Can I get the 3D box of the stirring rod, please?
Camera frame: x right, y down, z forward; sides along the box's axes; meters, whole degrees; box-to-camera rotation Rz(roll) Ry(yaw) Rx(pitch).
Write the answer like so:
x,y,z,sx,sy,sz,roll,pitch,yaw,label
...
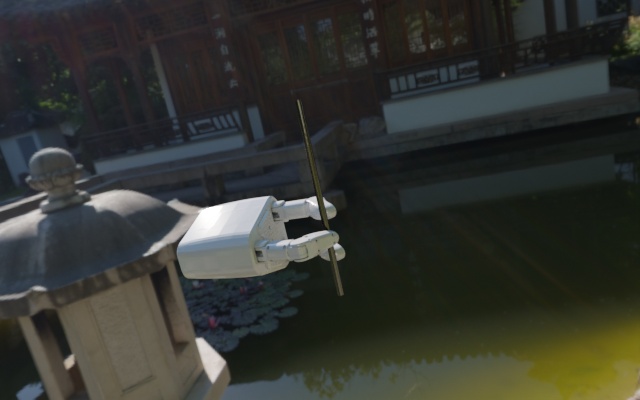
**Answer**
x,y,z,sx,sy,sz,roll,pitch,yaw,label
0.000,0.002,0.562,0.011,0.239,0.011,-12,14,3,stirring rod
